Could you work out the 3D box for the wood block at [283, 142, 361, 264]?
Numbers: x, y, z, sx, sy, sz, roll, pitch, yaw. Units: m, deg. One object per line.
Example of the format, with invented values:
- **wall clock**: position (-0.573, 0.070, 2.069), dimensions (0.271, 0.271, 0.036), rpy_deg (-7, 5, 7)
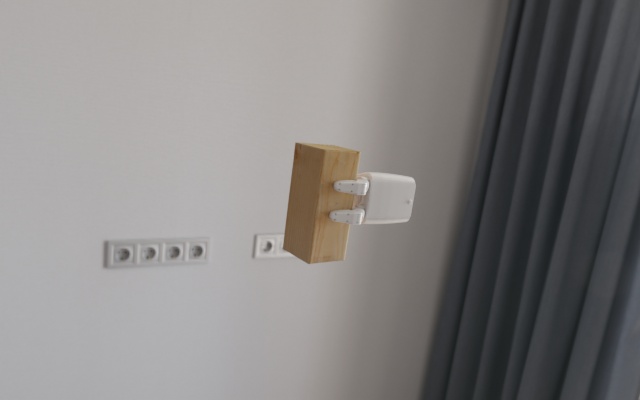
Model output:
- **wood block**: position (0.000, 0.003, 0.887), dimensions (0.090, 0.206, 0.091), rpy_deg (-1, 14, -37)
